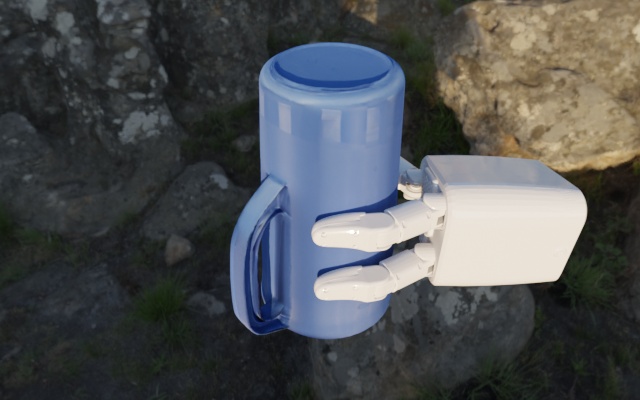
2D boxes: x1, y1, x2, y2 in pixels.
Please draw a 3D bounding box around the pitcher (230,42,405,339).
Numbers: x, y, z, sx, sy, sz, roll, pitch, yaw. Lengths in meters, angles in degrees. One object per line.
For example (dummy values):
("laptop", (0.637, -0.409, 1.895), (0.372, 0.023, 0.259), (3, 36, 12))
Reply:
("pitcher", (0.000, 0.001, 0.414), (0.145, 0.243, 0.149), (1, 38, 1))
